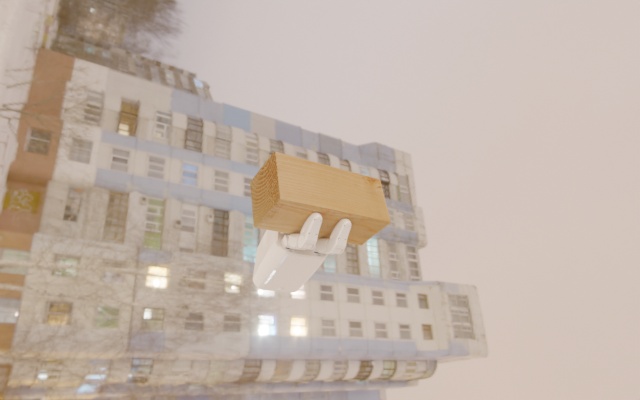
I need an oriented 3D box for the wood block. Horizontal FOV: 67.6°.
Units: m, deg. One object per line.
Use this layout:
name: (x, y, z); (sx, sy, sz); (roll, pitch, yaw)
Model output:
wood block: (0.000, 0.003, 0.779); (0.206, 0.090, 0.090); (12, -38, -31)
